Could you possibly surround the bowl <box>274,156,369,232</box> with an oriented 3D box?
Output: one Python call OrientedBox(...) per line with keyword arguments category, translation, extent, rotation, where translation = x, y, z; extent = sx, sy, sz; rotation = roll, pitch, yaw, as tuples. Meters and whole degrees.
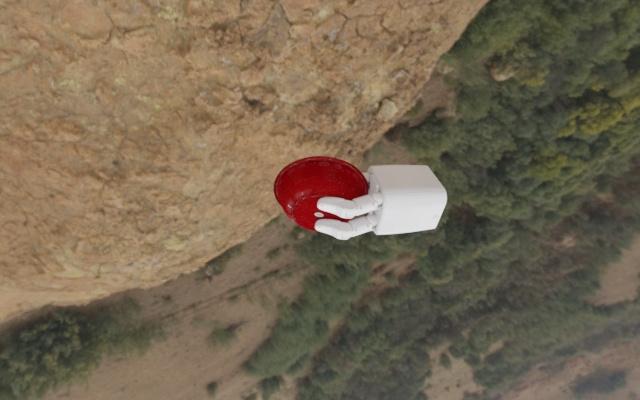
OrientedBox(category="bowl", translation=(-0.001, 0.003, 0.793), extent=(0.162, 0.055, 0.162), rotation=(1, -42, 1))
